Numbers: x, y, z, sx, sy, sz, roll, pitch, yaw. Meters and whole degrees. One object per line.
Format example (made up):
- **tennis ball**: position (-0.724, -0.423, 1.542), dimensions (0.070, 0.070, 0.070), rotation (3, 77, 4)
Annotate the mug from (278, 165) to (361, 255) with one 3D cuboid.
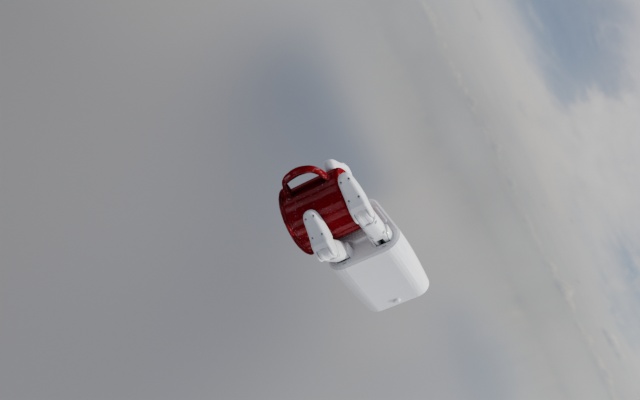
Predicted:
- **mug**: position (0.000, 0.001, 0.592), dimensions (0.081, 0.117, 0.093), rotation (-25, 33, 17)
